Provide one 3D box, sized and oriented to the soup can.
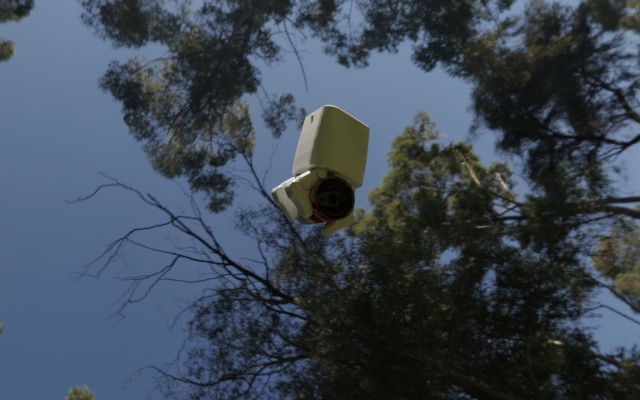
[{"bbox_3d":[0.000,0.003,0.770,0.068,0.068,0.102,0,-7,-28],"label":"soup can"}]
